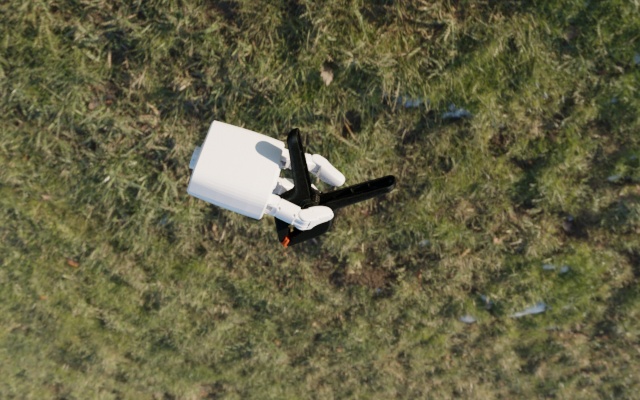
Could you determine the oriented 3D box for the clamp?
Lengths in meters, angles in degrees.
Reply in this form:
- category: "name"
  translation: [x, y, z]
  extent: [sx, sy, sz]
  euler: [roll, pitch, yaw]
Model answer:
- category: "clamp"
  translation: [0.000, 0.003, 0.699]
  extent: [0.164, 0.036, 0.210]
  euler: [20, -48, -10]
